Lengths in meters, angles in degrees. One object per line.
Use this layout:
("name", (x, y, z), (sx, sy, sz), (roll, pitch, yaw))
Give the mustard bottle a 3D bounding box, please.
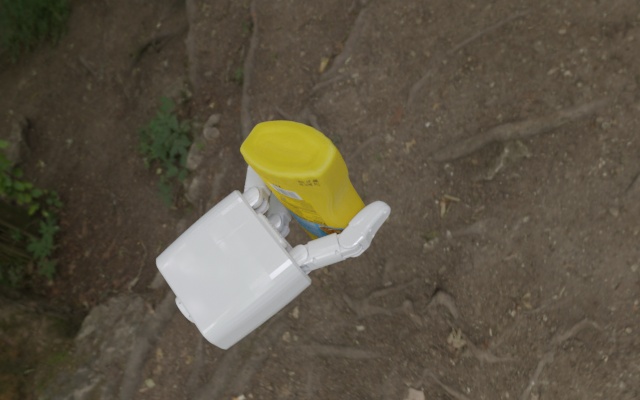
("mustard bottle", (0.000, 0.001, 0.485), (0.096, 0.058, 0.192), (19, -22, 31))
